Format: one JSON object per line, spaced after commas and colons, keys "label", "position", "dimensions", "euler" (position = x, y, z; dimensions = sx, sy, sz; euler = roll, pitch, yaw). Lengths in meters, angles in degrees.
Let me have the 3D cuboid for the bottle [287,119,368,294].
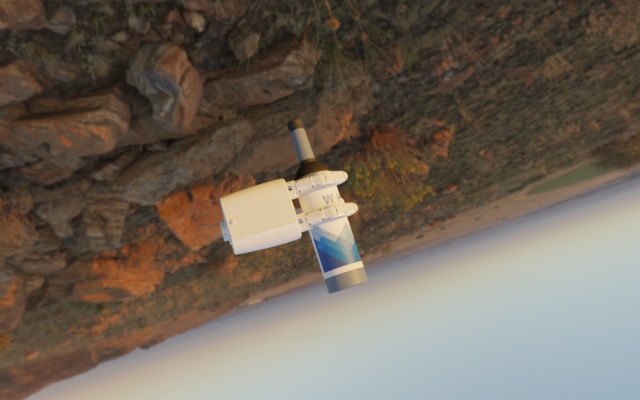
{"label": "bottle", "position": [0.000, 0.003, 0.792], "dimensions": [0.069, 0.295, 0.069], "euler": [-17, -11, -4]}
